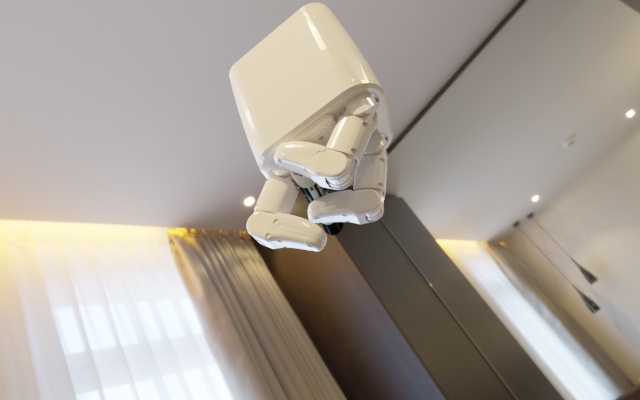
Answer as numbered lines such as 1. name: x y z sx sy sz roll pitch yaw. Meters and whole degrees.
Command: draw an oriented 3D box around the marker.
1. marker: 0.000 0.001 0.409 0.020 0.020 0.121 0 -25 15
